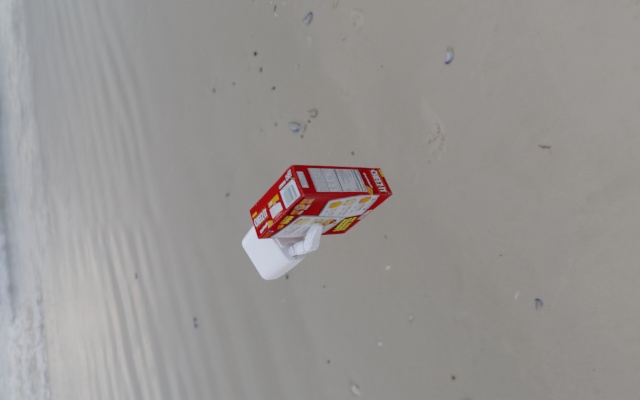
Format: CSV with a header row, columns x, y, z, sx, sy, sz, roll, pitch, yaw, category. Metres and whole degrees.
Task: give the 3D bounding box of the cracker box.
x,y,z,sx,sy,sz,roll,pitch,yaw,category
0.000,0.003,0.895,0.214,0.072,0.164,-2,-29,-39,cracker box
